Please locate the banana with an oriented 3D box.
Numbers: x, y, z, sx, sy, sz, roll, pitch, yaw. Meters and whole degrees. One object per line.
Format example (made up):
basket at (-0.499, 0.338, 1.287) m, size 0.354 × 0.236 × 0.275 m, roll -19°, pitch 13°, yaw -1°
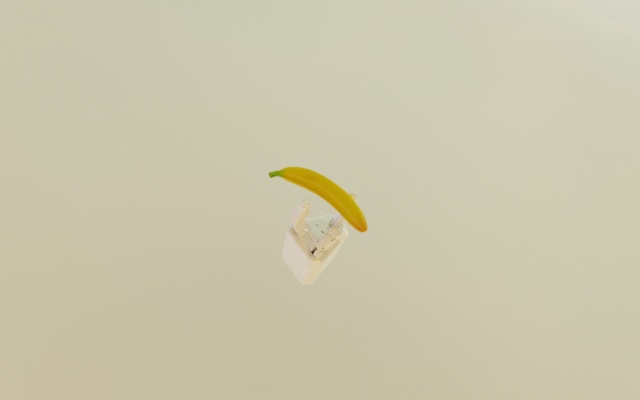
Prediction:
banana at (0.006, -0.011, 0.854) m, size 0.198 × 0.069 × 0.037 m, roll 29°, pitch -39°, yaw 7°
